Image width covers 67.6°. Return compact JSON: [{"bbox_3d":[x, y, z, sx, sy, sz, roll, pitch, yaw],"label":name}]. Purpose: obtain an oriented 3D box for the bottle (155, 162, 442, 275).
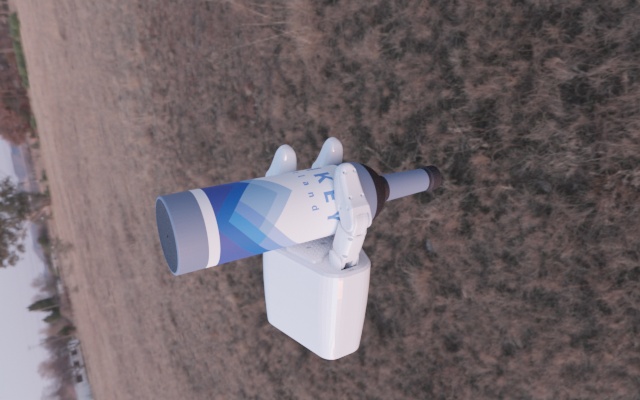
[{"bbox_3d":[0.000,0.001,0.460,0.295,0.069,0.069,-12,6,-29],"label":"bottle"}]
